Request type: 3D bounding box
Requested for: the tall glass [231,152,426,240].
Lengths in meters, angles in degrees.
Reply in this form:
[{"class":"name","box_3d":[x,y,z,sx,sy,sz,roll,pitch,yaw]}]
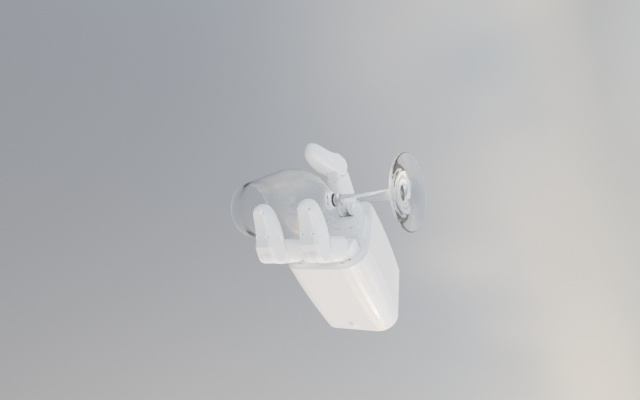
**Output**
[{"class":"tall glass","box_3d":[0.001,0.001,0.492,0.201,0.079,0.079,-6,-3,35]}]
